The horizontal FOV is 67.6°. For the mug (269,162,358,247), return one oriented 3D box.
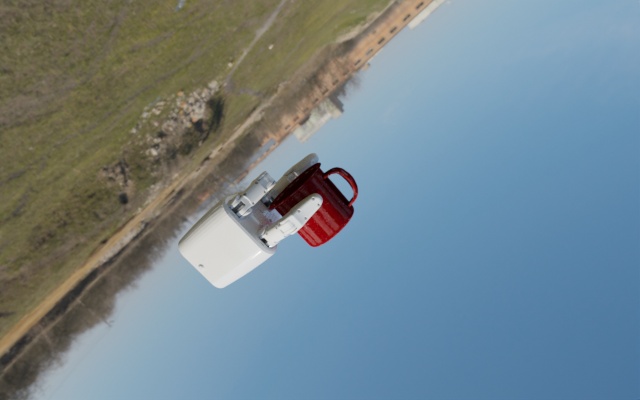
[{"bbox_3d":[0.001,0.001,0.644,0.117,0.081,0.093,-37,12,24],"label":"mug"}]
